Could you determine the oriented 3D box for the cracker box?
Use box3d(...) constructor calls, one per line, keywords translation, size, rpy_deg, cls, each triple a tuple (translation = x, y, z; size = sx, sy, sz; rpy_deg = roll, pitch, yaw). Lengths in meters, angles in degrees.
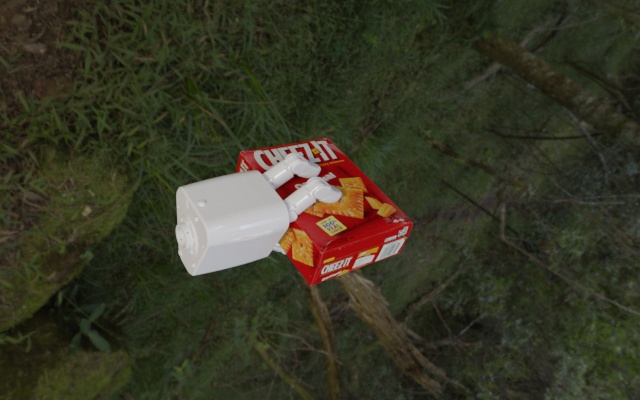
box3d(translation=(0.000, 0.002, 0.676), size=(0.164, 0.072, 0.213), rpy_deg=(-14, 48, -35), cls="cracker box")
